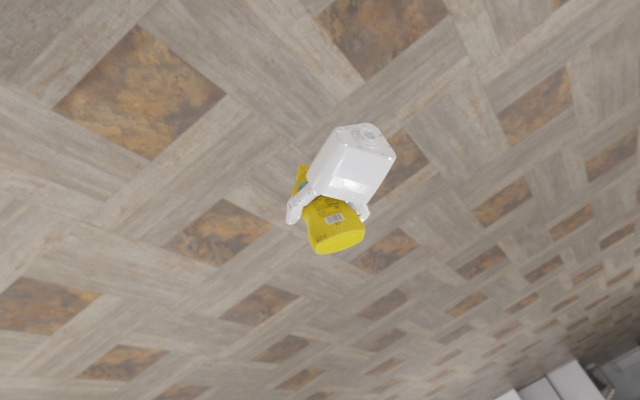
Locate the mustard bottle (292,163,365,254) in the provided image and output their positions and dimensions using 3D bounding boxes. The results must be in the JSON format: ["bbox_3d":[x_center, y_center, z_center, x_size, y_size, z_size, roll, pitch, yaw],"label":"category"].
[{"bbox_3d":[0.000,0.003,0.872,0.096,0.191,0.058,-17,-36,-15],"label":"mustard bottle"}]
